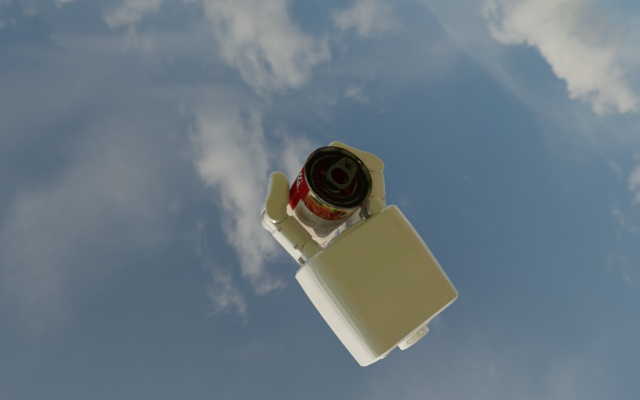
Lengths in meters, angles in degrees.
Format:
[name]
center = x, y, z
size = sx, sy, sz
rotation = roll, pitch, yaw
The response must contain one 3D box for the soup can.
[soup can]
center = 0.000, 0.001, 0.481
size = 0.068, 0.068, 0.102
rotation = 0, -28, -23
